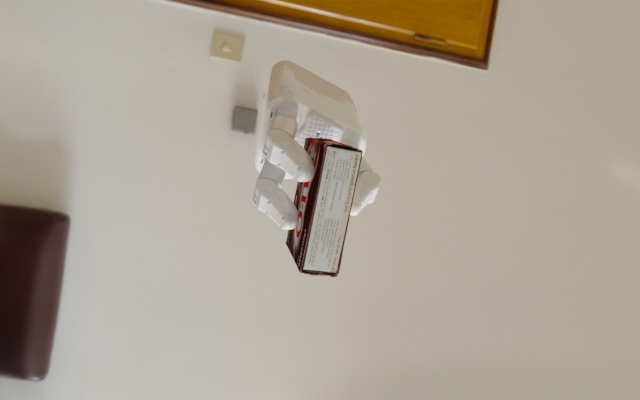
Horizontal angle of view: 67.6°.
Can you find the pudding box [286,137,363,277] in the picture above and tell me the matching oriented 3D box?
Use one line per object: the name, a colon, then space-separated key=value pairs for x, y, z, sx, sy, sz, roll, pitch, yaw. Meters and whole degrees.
pudding box: x=0.000 y=0.001 z=0.433 sx=0.039 sy=0.113 sz=0.090 roll=7 pitch=9 yaw=-12
